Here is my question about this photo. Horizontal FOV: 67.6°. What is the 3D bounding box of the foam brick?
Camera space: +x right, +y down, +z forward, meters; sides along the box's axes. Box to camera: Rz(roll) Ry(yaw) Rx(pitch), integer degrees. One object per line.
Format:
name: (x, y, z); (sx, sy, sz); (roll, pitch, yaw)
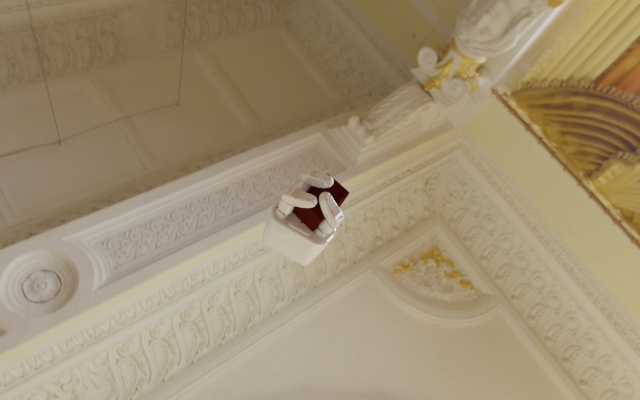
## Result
foam brick: (0.000, 0.003, 0.815); (0.078, 0.053, 0.051); (-41, -11, -33)
